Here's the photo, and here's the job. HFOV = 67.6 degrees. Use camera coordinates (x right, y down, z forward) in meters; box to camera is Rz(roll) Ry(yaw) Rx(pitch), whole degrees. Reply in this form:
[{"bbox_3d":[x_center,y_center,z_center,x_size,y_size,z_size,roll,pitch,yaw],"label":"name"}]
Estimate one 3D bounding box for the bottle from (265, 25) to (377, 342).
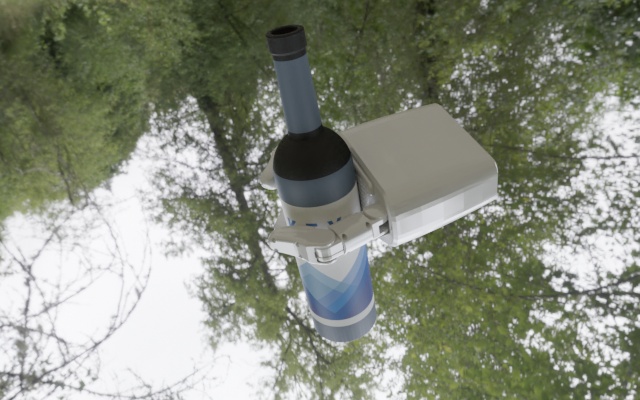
[{"bbox_3d":[0.000,0.002,0.413,0.069,0.296,0.069,-8,34,6],"label":"bottle"}]
